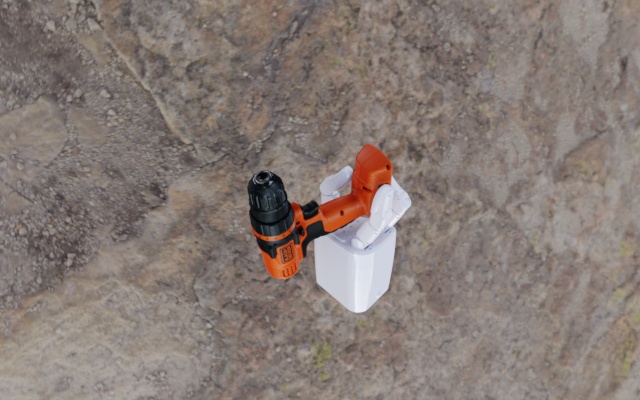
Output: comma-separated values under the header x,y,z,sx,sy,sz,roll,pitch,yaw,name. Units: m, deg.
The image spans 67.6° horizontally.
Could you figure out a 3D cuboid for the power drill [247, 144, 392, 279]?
x,y,z,sx,sy,sz,roll,pitch,yaw,name
0.001,0.002,0.596,0.187,0.057,0.185,-27,-35,-18,power drill
